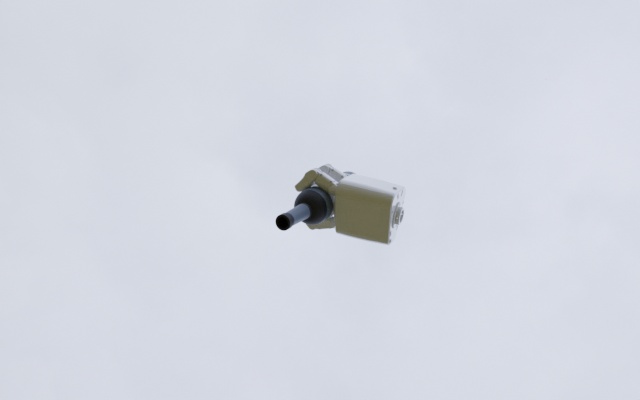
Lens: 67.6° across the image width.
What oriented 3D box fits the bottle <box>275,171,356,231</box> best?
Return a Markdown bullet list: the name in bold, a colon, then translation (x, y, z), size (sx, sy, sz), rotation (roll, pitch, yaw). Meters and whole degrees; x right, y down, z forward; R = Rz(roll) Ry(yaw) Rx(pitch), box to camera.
- **bottle**: translation (0.000, 0.003, 0.894), size (0.069, 0.069, 0.295), rotation (0, 13, 25)
